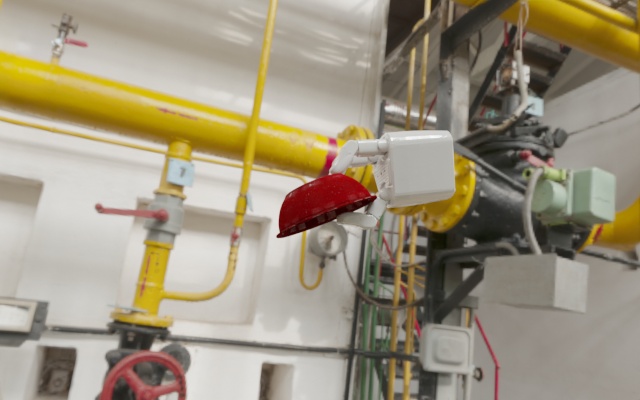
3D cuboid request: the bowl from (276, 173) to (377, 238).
[{"bbox_3d":[-0.001,0.002,0.710,0.162,0.055,0.162,-22,-7,-3],"label":"bowl"}]
